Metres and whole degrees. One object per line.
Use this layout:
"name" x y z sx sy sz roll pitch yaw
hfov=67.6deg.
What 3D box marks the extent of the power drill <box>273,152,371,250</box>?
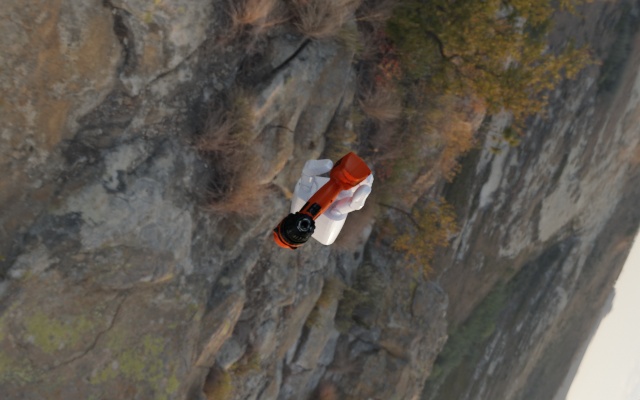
"power drill" 0.000 0.002 0.803 0.187 0.057 0.184 -45 5 -16
